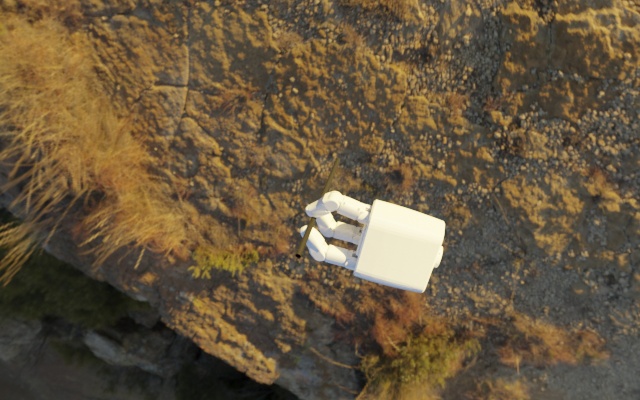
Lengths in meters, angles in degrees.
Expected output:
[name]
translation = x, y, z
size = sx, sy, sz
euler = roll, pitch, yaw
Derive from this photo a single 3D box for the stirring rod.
[stirring rod]
translation = 0.000, 0.002, 0.735
size = 0.011, 0.011, 0.239
euler = 0, 37, 19
